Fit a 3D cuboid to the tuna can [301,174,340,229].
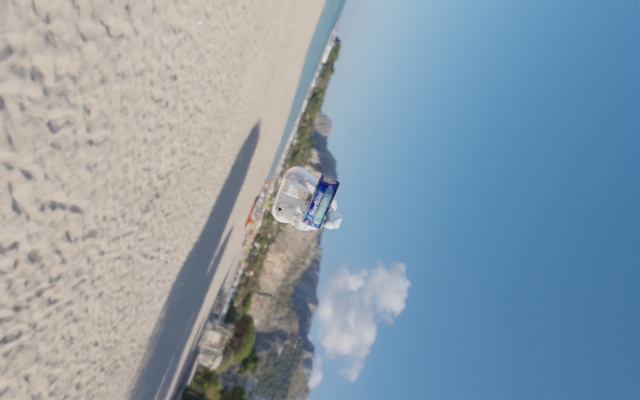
[{"bbox_3d":[0.001,0.003,0.774,0.034,0.086,0.086,23,0,-1],"label":"tuna can"}]
